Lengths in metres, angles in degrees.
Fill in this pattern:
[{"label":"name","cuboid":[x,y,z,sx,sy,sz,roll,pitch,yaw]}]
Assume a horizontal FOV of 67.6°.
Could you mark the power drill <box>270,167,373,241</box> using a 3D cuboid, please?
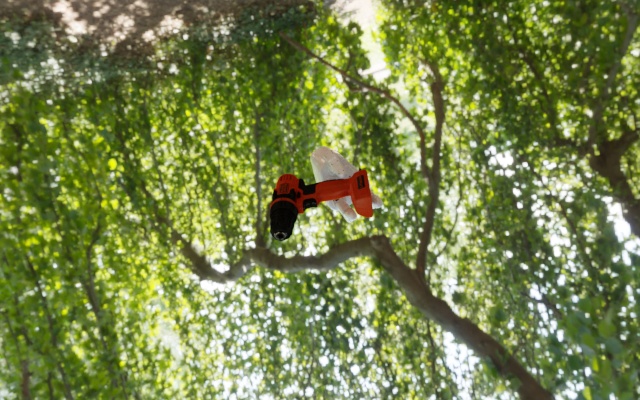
[{"label":"power drill","cuboid":[0.001,0.003,0.881,0.187,0.057,0.184,-5,35,4]}]
